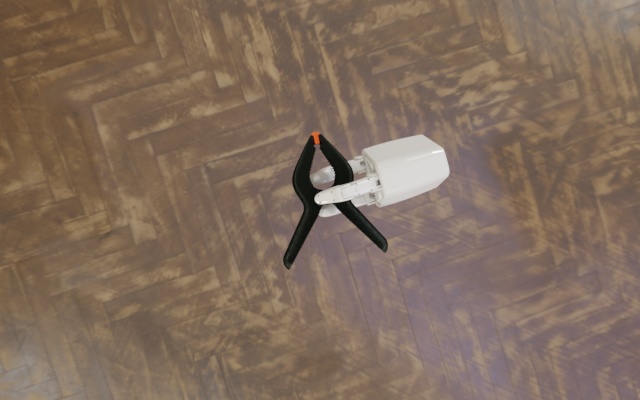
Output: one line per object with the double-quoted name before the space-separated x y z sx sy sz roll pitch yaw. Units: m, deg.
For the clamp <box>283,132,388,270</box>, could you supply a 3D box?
"clamp" 0.000 0.002 0.736 0.164 0.210 0.036 -17 5 -2
